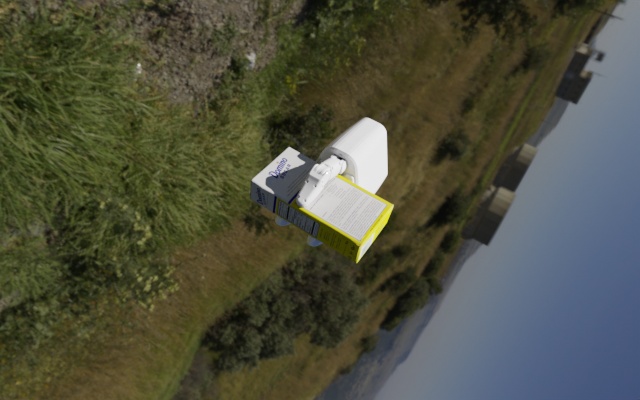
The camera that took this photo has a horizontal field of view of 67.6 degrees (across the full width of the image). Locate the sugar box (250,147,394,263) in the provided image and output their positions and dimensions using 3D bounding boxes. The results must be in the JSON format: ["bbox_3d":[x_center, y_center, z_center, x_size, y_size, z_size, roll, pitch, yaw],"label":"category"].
[{"bbox_3d":[0.000,0.002,0.658,0.176,0.048,0.093,29,50,17],"label":"sugar box"}]
